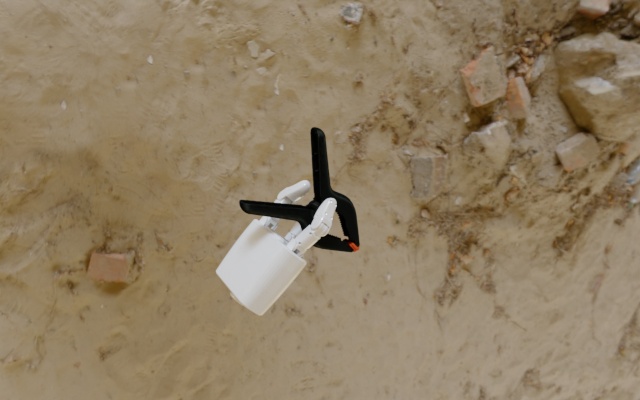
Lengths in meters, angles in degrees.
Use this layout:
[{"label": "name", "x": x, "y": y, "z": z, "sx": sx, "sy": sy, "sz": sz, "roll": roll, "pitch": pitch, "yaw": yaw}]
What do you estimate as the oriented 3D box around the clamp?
[{"label": "clamp", "x": 0.001, "y": 0.003, "z": 0.737, "sx": 0.210, "sy": 0.164, "sz": 0.036, "roll": 40, "pitch": -4, "yaw": -30}]
